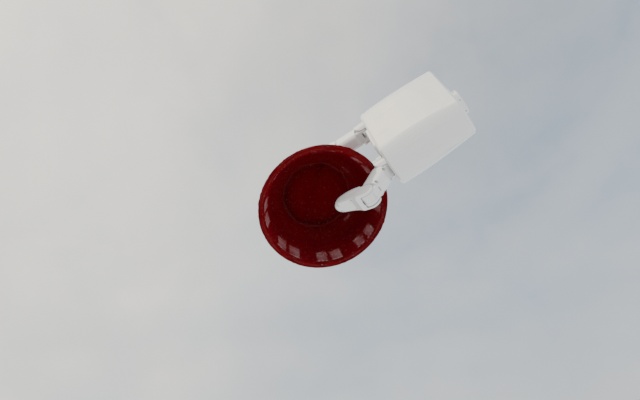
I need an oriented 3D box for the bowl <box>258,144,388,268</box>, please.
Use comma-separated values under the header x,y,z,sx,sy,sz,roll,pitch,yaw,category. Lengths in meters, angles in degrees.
x,y,z,sx,sy,sz,roll,pitch,yaw,category
-0.001,0.002,0.606,0.162,0.162,0.055,0,20,-12,bowl
